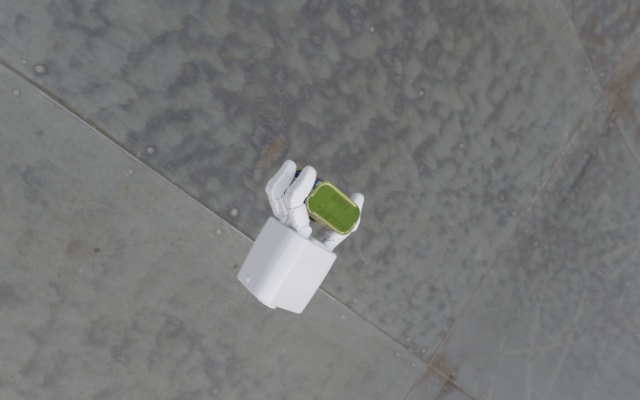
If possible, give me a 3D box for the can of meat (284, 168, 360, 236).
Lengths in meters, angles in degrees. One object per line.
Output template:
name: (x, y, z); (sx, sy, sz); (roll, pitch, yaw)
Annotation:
can of meat: (0.000, 0.002, 0.713); (0.102, 0.057, 0.084); (38, -6, -34)
